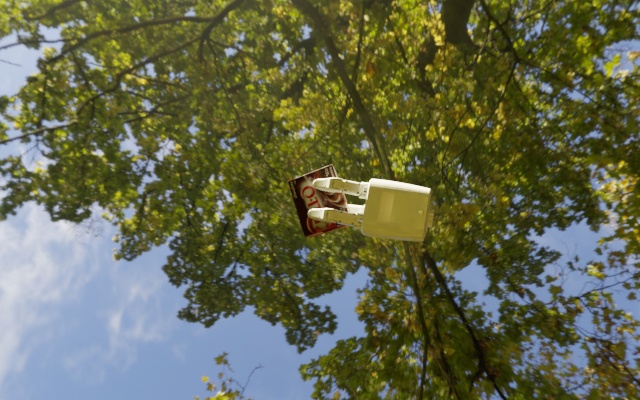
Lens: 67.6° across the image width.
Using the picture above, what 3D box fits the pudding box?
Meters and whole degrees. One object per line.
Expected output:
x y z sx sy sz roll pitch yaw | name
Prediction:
0.000 0.003 0.873 0.090 0.113 0.039 -20 -16 9 | pudding box
